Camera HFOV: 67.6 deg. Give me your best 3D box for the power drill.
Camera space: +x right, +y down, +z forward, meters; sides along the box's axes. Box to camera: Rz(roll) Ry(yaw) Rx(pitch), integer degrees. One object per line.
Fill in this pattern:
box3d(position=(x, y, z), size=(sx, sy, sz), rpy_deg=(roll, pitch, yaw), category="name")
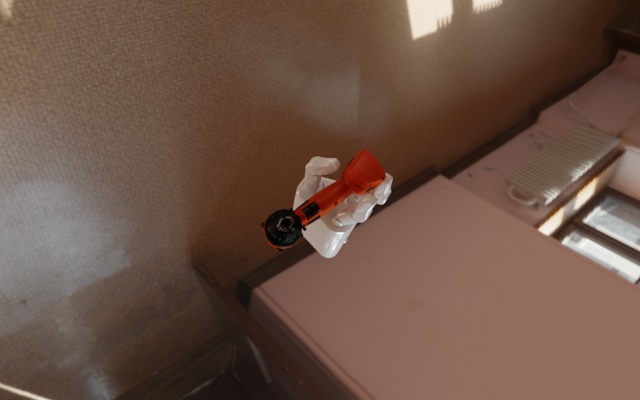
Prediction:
box3d(position=(0.000, 0.002, 0.680), size=(0.187, 0.057, 0.184), rpy_deg=(-34, -1, -11), category="power drill")
